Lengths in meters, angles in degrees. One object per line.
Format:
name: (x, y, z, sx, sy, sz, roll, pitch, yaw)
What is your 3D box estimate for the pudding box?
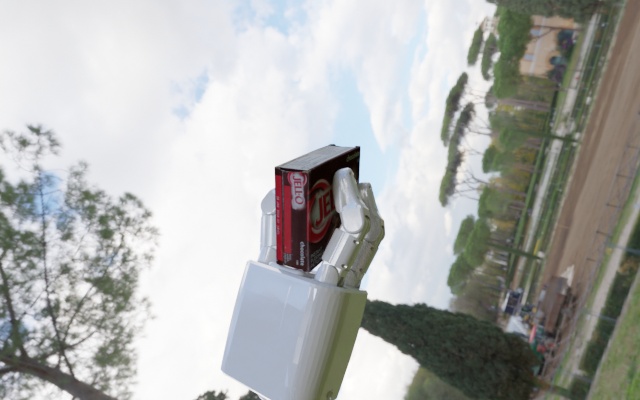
pudding box: (0.000, 0.001, 0.440, 0.039, 0.090, 0.113, 10, 21, 22)
